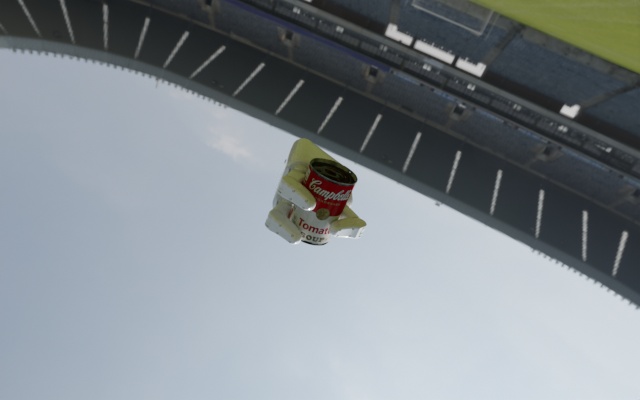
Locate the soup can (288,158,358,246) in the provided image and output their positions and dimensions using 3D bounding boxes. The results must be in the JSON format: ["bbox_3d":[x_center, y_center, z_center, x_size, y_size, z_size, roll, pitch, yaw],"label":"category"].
[{"bbox_3d":[0.000,0.003,0.654,0.068,0.102,0.068,19,25,-9],"label":"soup can"}]
